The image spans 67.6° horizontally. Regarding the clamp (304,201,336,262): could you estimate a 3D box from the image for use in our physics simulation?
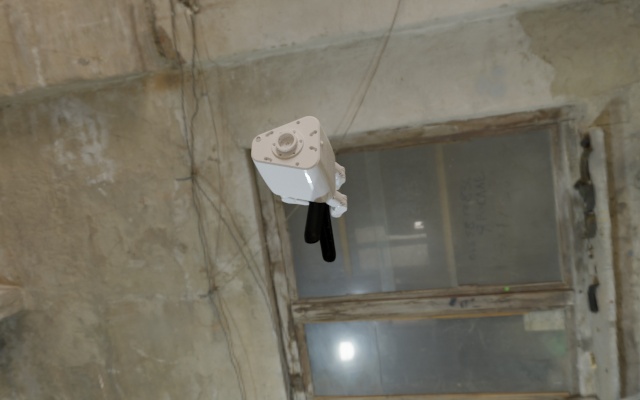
[{"bbox_3d":[-0.001,0.002,0.844,0.036,0.210,0.165,-6,-26,9],"label":"clamp"}]
